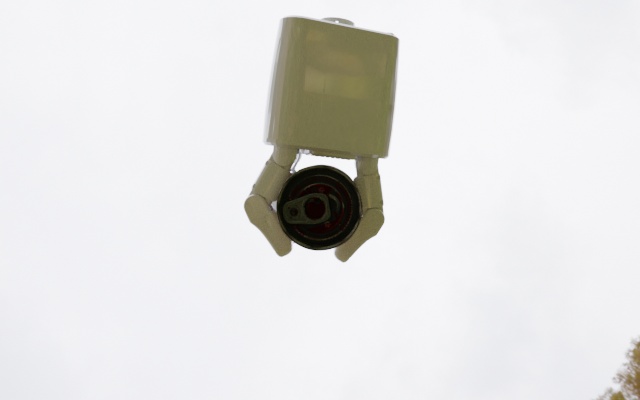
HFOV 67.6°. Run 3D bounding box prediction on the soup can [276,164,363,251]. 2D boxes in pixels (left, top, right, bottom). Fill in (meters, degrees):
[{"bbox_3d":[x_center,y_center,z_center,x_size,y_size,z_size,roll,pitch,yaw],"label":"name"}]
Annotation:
[{"bbox_3d":[0.000,0.002,0.423,0.068,0.068,0.102,0,5,1],"label":"soup can"}]
